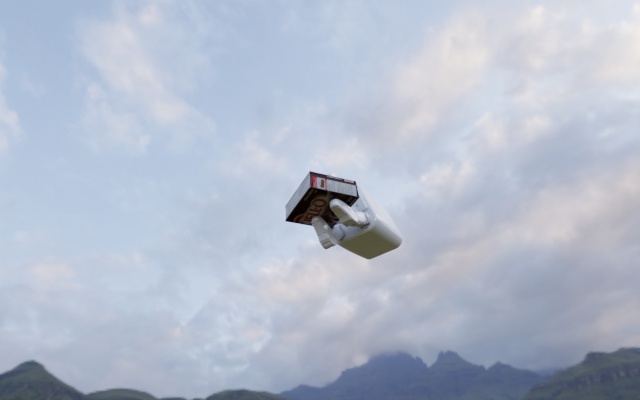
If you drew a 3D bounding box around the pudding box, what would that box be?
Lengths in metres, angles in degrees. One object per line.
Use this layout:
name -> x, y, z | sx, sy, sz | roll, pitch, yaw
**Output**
pudding box -> 0.000, 0.003, 0.813 | 0.090, 0.039, 0.113 | 10, -39, -23
